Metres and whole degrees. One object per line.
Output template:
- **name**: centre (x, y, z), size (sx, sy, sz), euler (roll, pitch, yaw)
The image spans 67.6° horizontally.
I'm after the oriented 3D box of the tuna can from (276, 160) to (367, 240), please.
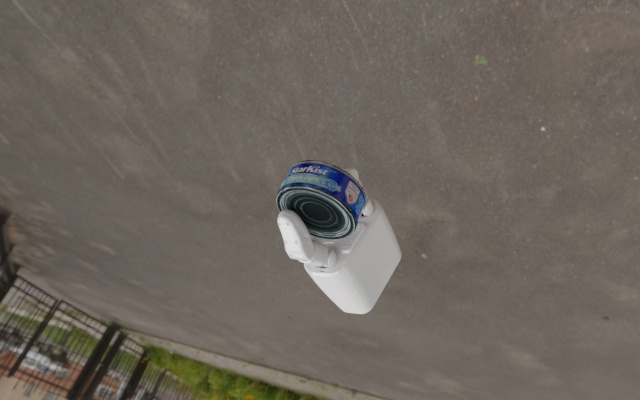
- **tuna can**: centre (0.000, 0.002, 0.474), size (0.086, 0.033, 0.086), euler (17, -34, 12)
